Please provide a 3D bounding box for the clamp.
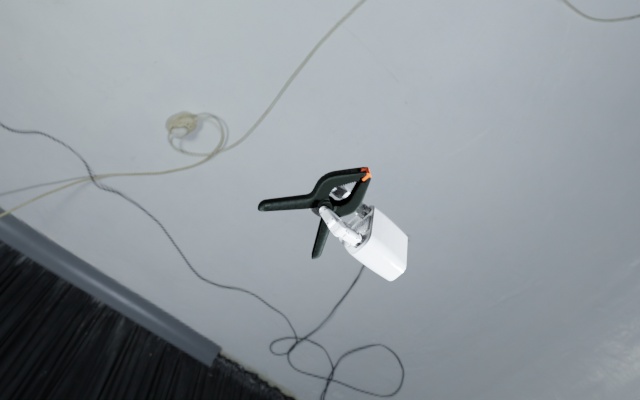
[{"bbox_3d":[0.001,0.003,0.878,0.164,0.210,0.036,37,22,-23],"label":"clamp"}]
